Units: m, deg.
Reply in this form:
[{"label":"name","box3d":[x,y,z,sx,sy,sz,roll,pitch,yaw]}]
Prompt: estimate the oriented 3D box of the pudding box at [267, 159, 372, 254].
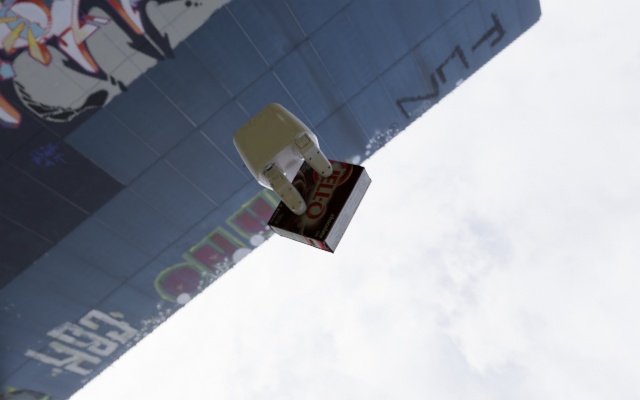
[{"label":"pudding box","box3d":[0.000,0.002,0.598,0.090,0.113,0.039,14,-23,36]}]
